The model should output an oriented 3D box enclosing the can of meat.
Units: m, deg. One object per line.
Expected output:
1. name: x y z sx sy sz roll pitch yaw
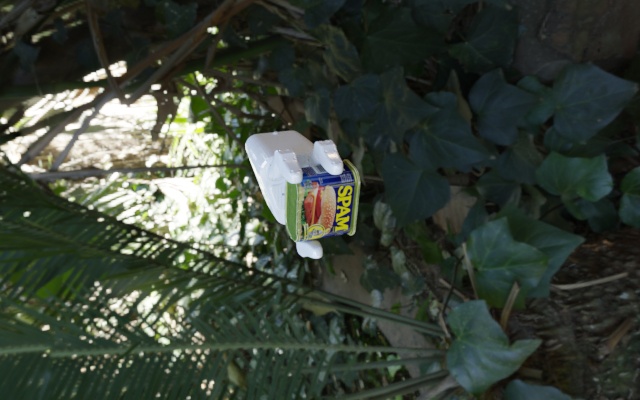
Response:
1. can of meat: 0.000 0.002 0.629 0.084 0.102 0.057 -8 33 -19
